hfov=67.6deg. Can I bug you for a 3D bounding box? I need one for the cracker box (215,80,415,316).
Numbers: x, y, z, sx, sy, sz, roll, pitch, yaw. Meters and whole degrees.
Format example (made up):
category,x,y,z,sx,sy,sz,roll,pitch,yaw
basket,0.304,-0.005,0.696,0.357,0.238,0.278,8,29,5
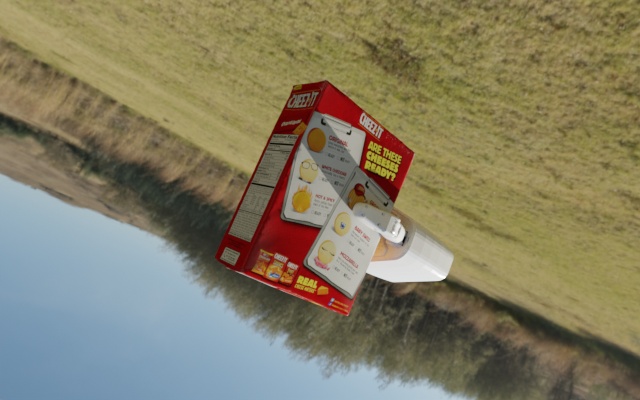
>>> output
category,x,y,z,sx,sy,sz,roll,pitch,yaw
cracker box,0.000,0.002,0.540,0.164,0.213,0.072,31,-12,-38
